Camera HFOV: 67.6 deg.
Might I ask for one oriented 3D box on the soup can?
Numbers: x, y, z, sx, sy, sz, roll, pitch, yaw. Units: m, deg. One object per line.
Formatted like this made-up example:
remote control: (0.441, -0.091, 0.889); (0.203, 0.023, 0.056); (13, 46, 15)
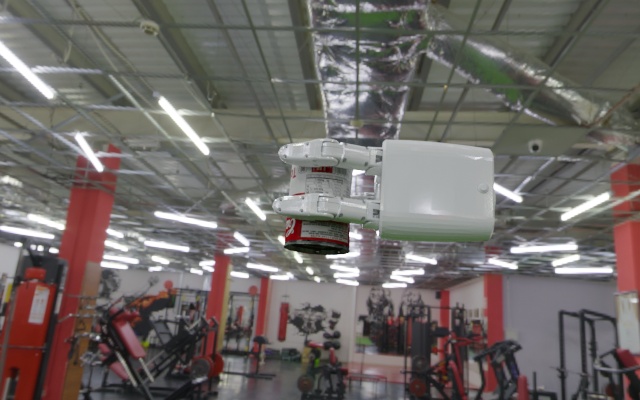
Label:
soup can: (0.000, 0.001, 0.499); (0.068, 0.102, 0.068); (4, -14, 1)
